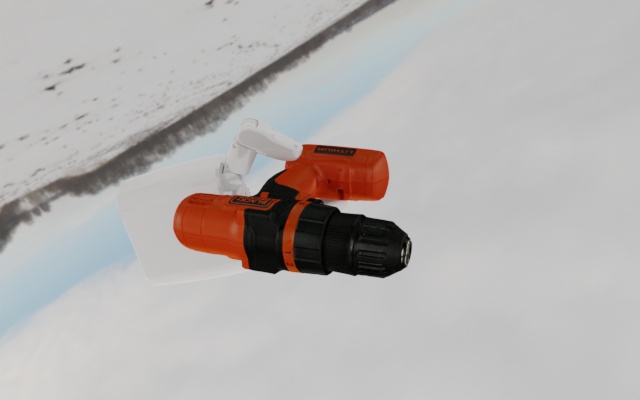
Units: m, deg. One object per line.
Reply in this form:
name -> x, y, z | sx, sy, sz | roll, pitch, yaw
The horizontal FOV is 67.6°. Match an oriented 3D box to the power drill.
power drill -> 0.000, 0.001, 0.408 | 0.184, 0.057, 0.187 | 8, 21, 21
